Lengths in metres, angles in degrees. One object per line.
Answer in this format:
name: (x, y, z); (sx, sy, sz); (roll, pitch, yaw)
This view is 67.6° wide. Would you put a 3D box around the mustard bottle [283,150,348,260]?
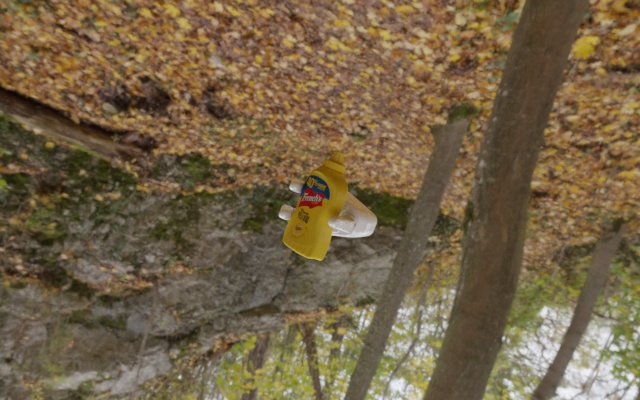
mustard bottle: (0.000, 0.003, 0.851); (0.058, 0.191, 0.096); (17, 7, -39)
